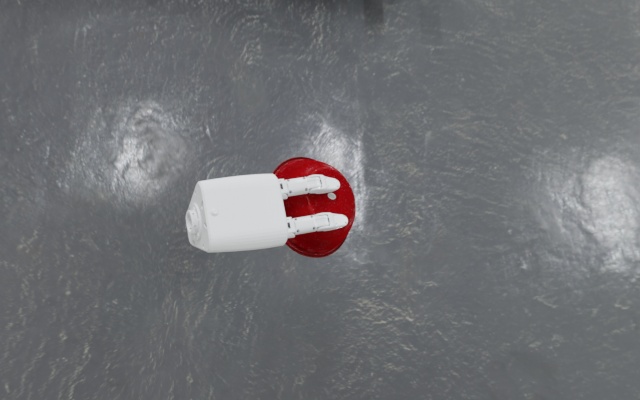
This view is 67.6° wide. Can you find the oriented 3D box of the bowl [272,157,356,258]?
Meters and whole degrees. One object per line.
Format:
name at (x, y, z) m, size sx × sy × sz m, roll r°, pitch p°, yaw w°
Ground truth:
bowl at (0.001, 0.002, 0.720) m, size 0.162 × 0.162 × 0.055 m, roll 0°, pitch -15°, yaw -39°
